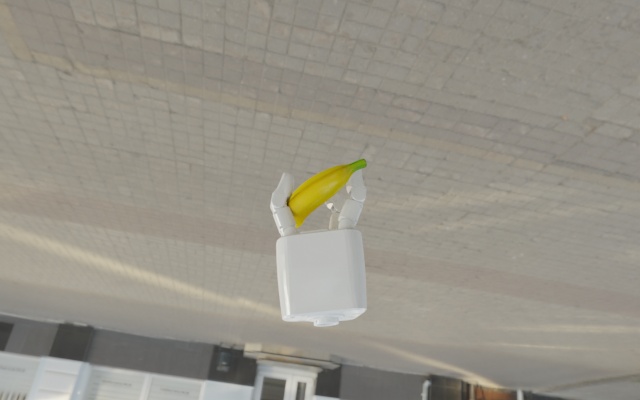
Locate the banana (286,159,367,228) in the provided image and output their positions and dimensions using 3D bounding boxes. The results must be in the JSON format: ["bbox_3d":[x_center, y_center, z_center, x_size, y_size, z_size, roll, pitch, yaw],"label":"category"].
[{"bbox_3d":[-0.013,0.002,0.671,0.069,0.037,0.198,-3,-22,-36],"label":"banana"}]
